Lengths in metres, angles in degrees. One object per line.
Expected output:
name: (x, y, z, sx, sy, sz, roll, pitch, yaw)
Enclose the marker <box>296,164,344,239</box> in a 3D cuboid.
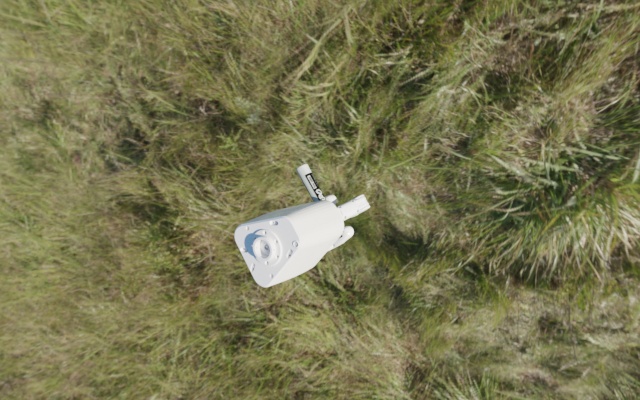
marker: (0.000, 0.002, 0.707, 0.020, 0.121, 0.020, -28, -7, -4)
